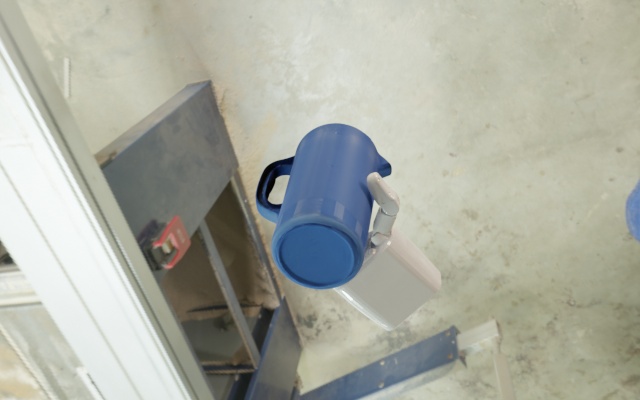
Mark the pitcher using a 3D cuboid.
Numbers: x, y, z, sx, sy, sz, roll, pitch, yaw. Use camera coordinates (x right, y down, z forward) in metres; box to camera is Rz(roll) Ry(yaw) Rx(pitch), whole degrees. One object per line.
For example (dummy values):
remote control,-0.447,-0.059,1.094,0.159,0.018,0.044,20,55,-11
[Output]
pitcher,0.000,0.002,0.640,0.149,0.145,0.242,-40,18,27
